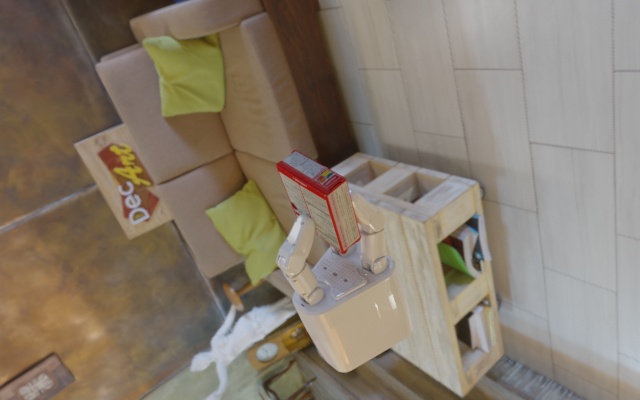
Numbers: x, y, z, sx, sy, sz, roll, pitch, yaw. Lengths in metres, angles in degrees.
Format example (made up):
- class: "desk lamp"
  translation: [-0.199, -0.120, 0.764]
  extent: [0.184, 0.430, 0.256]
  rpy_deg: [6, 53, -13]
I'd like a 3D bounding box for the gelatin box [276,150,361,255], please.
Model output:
- class: "gelatin box"
  translation: [0.000, 0.002, 0.470]
  extent: [0.030, 0.089, 0.073]
  rpy_deg: [-40, 48, -20]
